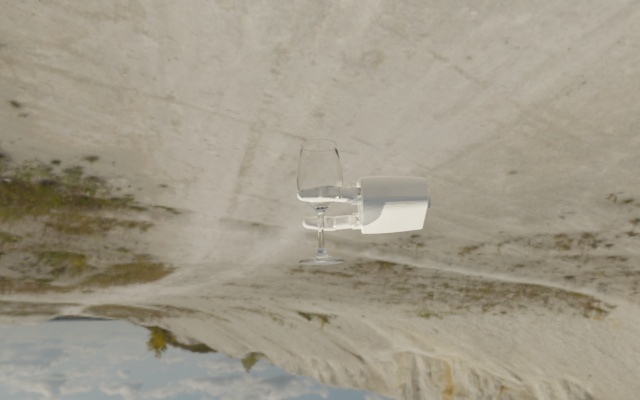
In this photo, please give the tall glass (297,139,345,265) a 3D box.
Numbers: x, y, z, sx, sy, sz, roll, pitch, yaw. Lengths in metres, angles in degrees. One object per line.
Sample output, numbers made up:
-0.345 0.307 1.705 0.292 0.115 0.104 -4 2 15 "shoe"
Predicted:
0.000 0.003 0.791 0.079 0.201 0.079 -2 -13 0 "tall glass"
